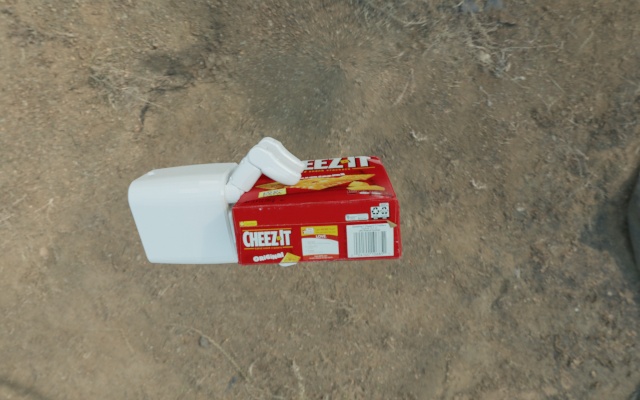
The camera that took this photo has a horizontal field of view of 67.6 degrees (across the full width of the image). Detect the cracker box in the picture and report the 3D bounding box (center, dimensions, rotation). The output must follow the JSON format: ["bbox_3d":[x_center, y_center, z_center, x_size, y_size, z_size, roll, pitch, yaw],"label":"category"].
[{"bbox_3d":[0.000,0.002,0.561,0.164,0.072,0.213,-3,16,3],"label":"cracker box"}]
